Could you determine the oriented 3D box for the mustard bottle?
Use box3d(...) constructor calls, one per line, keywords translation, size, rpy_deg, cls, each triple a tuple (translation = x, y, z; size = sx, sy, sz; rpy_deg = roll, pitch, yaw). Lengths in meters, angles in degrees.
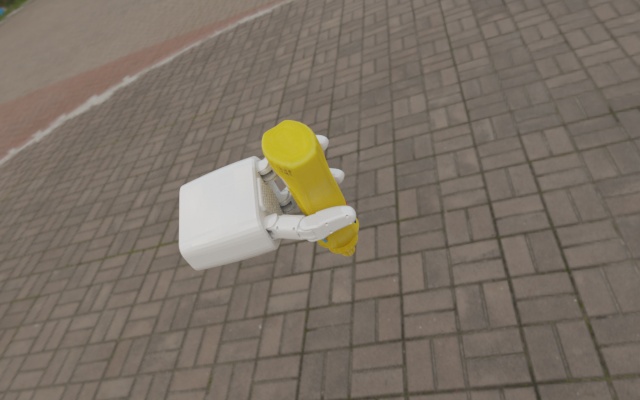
box3d(translation=(0.000, 0.002, 0.565), size=(0.058, 0.192, 0.096), rpy_deg=(-34, 39, -7), cls="mustard bottle")
